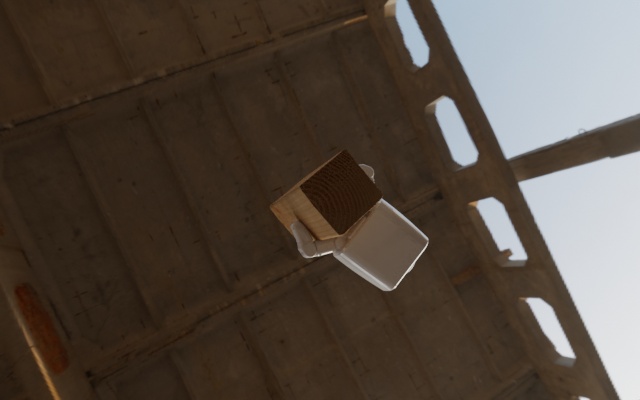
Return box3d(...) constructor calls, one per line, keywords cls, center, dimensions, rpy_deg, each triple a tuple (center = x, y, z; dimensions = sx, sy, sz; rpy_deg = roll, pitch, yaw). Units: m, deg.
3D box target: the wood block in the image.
box3d(cls="wood block", center=(0.000, 0.003, 0.746), dimensions=(0.091, 0.090, 0.206), rpy_deg=(-41, 5, -19))
